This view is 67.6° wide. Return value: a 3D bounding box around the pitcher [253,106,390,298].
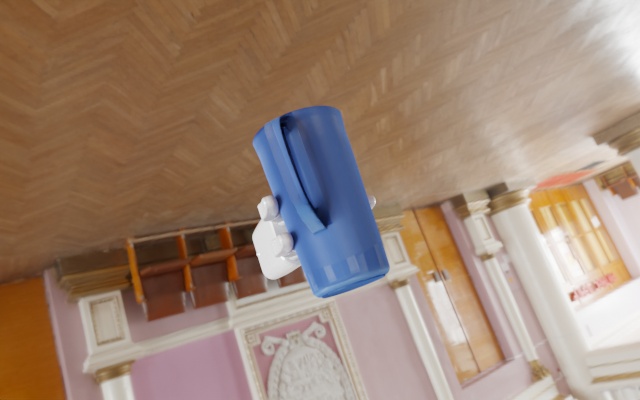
[{"bbox_3d":[0.000,0.002,0.646,0.149,0.242,0.145,-12,-17,-29],"label":"pitcher"}]
